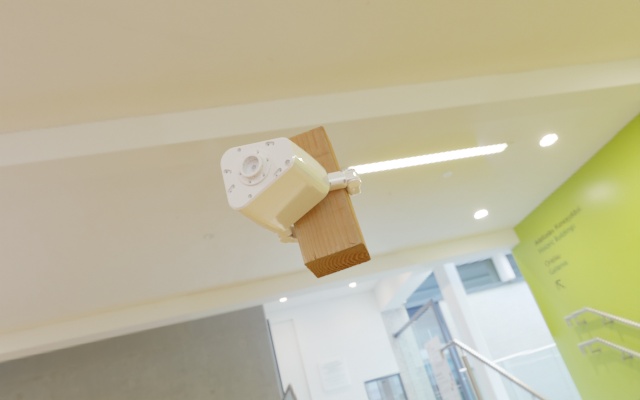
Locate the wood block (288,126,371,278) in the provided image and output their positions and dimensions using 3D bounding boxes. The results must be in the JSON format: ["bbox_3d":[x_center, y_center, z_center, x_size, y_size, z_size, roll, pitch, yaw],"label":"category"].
[{"bbox_3d":[0.000,0.002,0.743,0.091,0.206,0.090,-20,-26,5],"label":"wood block"}]
